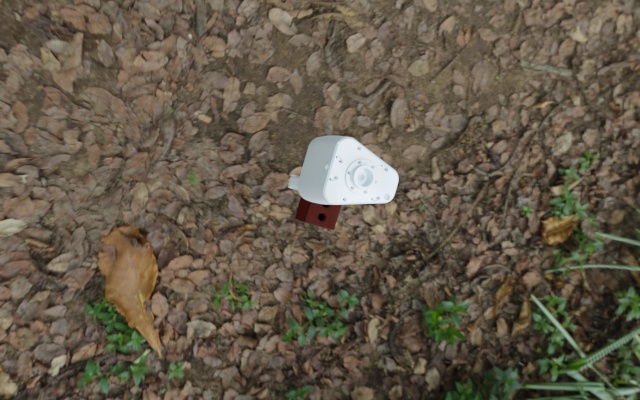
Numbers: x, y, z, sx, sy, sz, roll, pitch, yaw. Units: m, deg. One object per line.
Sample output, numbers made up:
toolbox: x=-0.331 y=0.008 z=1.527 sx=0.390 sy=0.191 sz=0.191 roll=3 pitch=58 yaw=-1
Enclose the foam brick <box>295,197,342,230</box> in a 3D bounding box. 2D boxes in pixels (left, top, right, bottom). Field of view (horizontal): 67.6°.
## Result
foam brick: x=0.000 y=0.003 z=0.760 sx=0.053 sy=0.078 sz=0.051 roll=17 pitch=-1 yaw=-21
